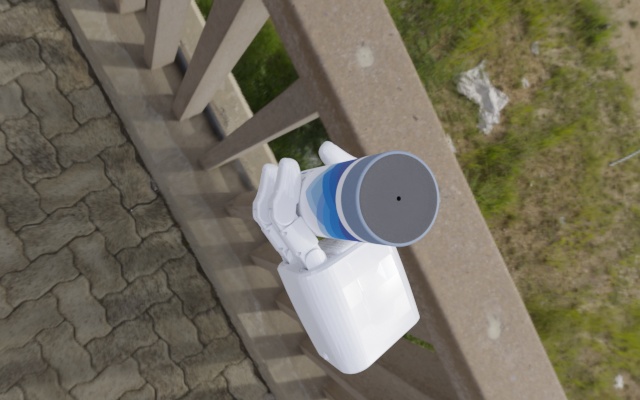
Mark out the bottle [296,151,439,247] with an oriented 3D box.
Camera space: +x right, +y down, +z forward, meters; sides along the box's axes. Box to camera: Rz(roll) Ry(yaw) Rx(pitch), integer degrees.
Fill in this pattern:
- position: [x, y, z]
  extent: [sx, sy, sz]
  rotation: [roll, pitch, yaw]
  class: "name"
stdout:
- position: [0.000, 0.001, 0.464]
  extent: [0.069, 0.069, 0.296]
  rotation: [0, -1, -22]
  class: "bottle"
